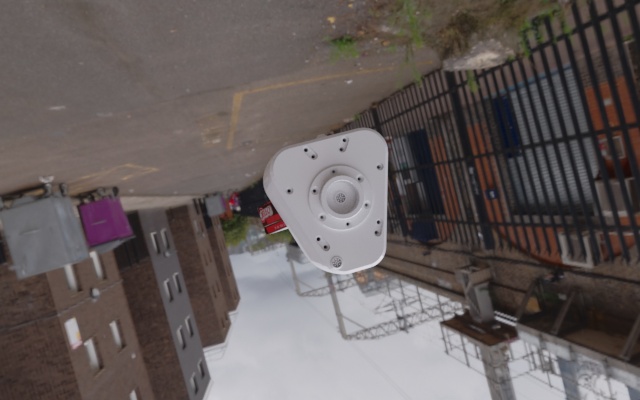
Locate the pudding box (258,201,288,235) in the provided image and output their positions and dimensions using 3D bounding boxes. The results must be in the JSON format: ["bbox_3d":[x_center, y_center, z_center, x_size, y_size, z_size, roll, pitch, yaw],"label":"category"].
[{"bbox_3d":[0.000,0.002,0.530,0.113,0.039,0.090,-13,-5,-36],"label":"pudding box"}]
